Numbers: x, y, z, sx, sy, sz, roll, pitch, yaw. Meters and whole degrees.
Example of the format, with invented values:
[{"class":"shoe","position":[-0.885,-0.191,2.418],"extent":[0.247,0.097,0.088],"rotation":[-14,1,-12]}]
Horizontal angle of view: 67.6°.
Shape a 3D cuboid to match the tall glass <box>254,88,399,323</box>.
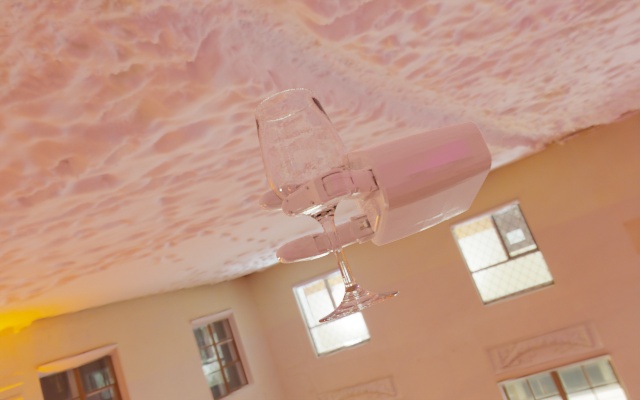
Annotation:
[{"class":"tall glass","position":[0.000,0.002,0.433],"extent":[0.079,0.201,0.079],"rotation":[-20,-11,-4]}]
